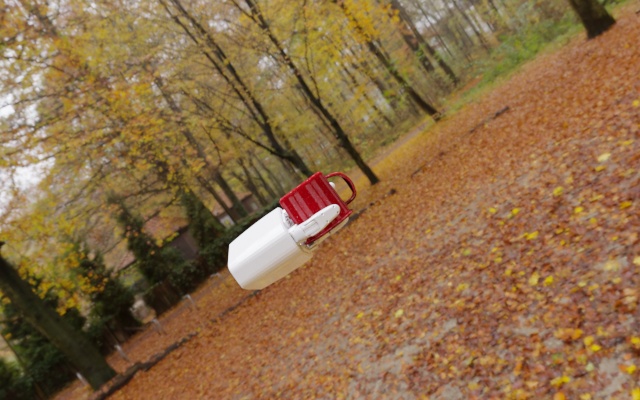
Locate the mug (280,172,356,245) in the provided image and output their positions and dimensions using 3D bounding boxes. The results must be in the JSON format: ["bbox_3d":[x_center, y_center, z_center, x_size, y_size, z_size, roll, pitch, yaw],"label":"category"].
[{"bbox_3d":[0.001,0.001,0.742,0.117,0.081,0.093,-36,3,2],"label":"mug"}]
